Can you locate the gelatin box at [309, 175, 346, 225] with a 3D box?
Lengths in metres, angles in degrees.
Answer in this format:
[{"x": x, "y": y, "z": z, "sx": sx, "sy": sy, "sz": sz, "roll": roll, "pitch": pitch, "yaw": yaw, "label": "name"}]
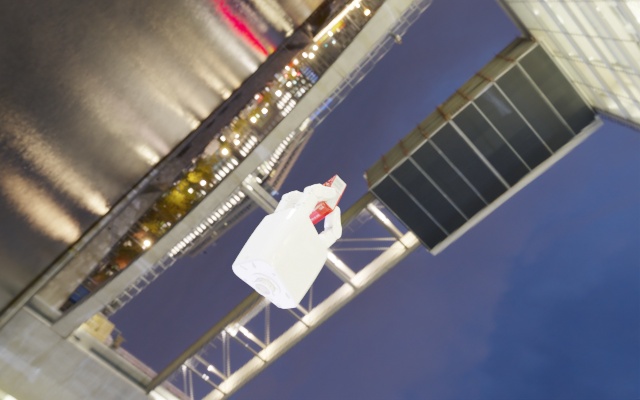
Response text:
[{"x": 0.001, "y": 0.003, "z": 0.839, "sx": 0.073, "sy": 0.030, "sz": 0.089, "roll": -35, "pitch": 16, "yaw": 36, "label": "gelatin box"}]
